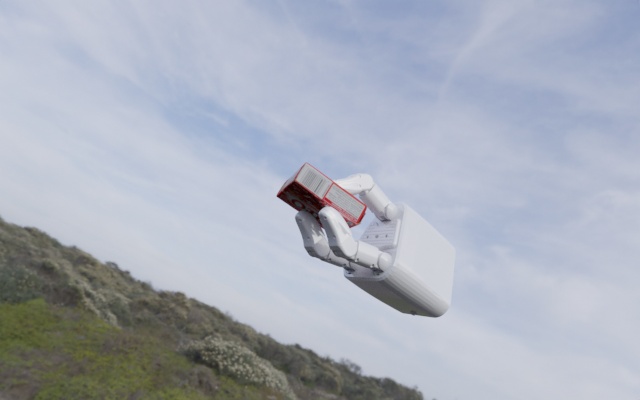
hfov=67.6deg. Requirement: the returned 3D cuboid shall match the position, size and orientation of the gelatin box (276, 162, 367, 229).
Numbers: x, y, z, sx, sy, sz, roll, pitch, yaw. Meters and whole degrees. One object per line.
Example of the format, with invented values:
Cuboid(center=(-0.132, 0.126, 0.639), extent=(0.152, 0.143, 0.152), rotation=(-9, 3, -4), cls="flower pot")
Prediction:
Cuboid(center=(0.000, 0.001, 0.553), extent=(0.089, 0.030, 0.073), rotation=(36, -23, -10), cls="gelatin box")
